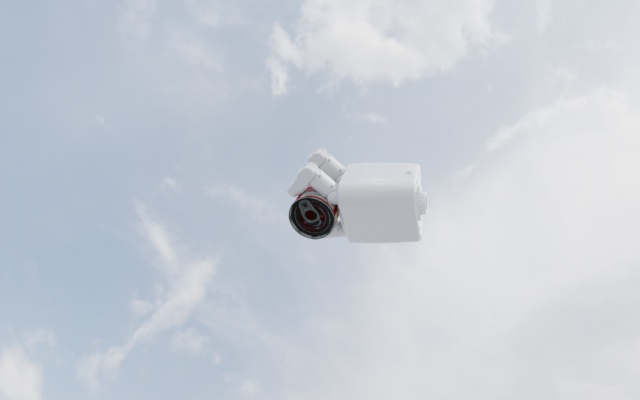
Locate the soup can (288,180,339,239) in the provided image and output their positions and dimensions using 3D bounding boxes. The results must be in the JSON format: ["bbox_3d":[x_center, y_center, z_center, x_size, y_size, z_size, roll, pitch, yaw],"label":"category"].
[{"bbox_3d":[0.000,0.002,0.712,0.068,0.068,0.102,0,28,17],"label":"soup can"}]
